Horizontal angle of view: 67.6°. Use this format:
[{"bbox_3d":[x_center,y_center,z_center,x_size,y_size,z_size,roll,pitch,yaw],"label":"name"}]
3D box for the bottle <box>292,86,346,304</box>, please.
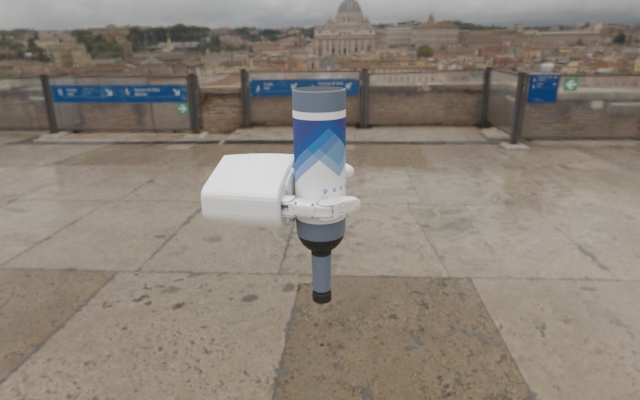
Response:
[{"bbox_3d":[0.000,0.002,0.634,0.069,0.296,0.069,-1,19,0],"label":"bottle"}]
